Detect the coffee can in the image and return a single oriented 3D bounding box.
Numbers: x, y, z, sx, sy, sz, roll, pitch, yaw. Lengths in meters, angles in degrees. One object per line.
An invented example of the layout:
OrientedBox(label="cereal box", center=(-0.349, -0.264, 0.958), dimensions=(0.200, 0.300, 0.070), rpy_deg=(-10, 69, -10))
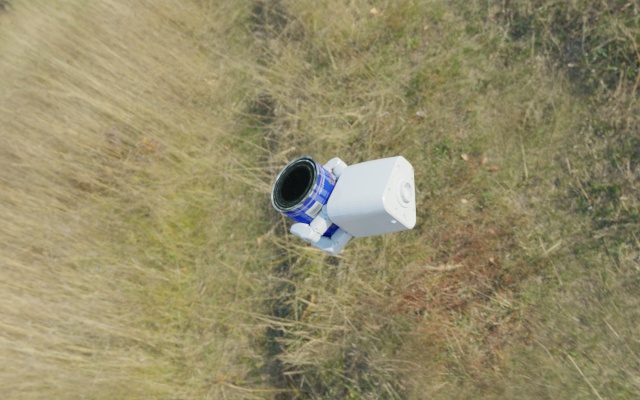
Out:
OrientedBox(label="coffee can", center=(0.000, 0.003, 0.818), dimensions=(0.103, 0.102, 0.140), rpy_deg=(0, -26, 45))
